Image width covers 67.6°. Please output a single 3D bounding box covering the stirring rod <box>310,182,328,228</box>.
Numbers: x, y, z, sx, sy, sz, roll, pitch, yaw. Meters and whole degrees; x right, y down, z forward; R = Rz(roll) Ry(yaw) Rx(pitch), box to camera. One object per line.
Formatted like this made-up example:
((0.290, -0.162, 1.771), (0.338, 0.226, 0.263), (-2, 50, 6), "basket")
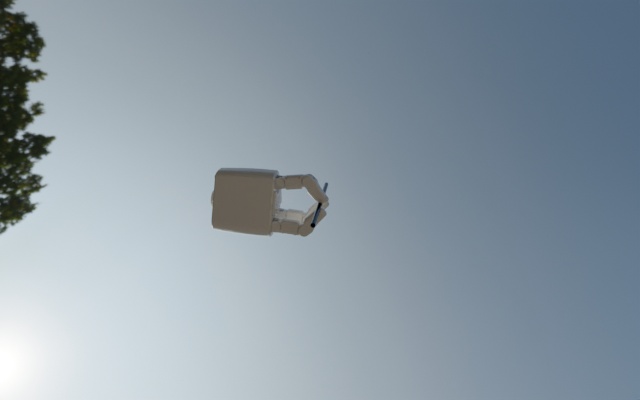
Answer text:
((0.000, 0.003, 0.844), (0.011, 0.011, 0.239), (0, 17, 6), "stirring rod")
